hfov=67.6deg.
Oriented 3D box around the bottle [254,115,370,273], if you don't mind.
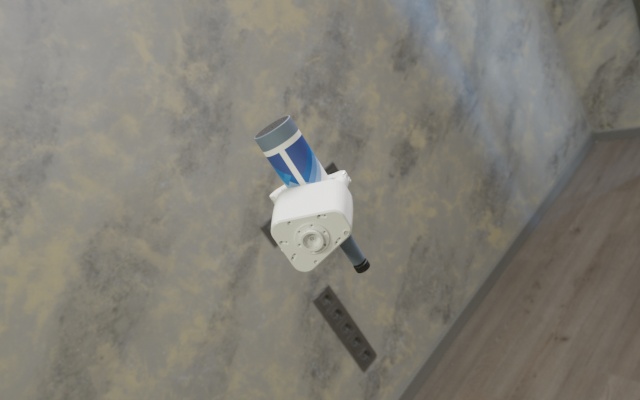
[{"bbox_3d":[0.000,0.002,0.788,0.069,0.296,0.069,-29,20,12],"label":"bottle"}]
